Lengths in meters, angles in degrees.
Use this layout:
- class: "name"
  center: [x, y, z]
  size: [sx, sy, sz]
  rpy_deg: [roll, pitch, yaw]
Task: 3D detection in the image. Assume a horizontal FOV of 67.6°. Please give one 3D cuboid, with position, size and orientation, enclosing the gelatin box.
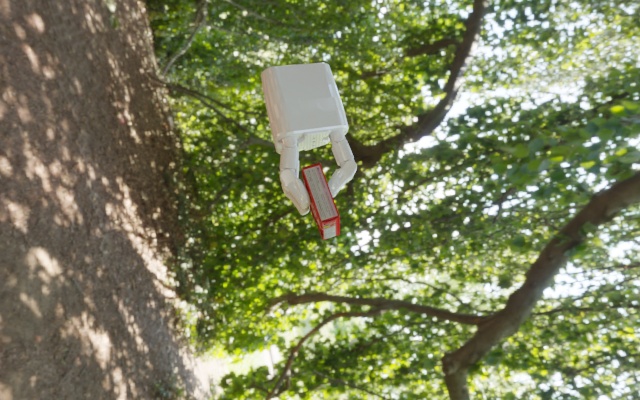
- class: "gelatin box"
  center: [0.001, 0.002, 0.677]
  size: [0.030, 0.089, 0.073]
  rpy_deg: [-18, -22, -6]
